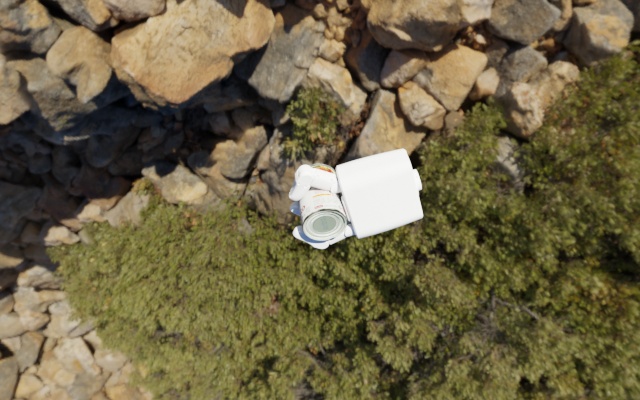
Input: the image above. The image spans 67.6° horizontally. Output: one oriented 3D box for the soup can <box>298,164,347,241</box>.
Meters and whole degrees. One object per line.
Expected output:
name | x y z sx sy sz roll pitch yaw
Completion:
soup can | 0.000 0.003 0.728 0.068 0.069 0.102 0 44 -11
